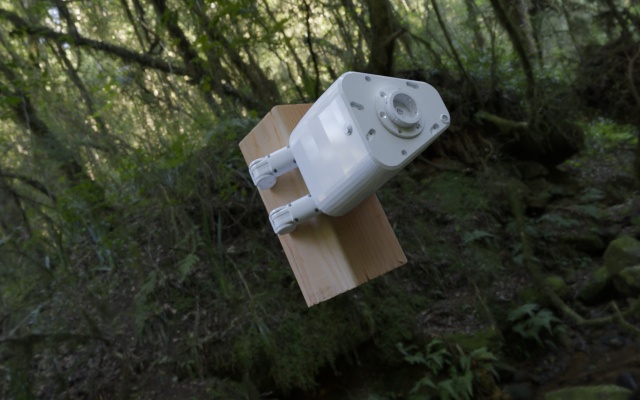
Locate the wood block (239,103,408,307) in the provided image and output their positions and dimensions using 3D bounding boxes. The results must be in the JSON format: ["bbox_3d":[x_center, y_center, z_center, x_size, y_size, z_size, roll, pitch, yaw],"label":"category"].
[{"bbox_3d":[0.000,0.001,0.544,0.091,0.206,0.090,-14,-14,-43],"label":"wood block"}]
